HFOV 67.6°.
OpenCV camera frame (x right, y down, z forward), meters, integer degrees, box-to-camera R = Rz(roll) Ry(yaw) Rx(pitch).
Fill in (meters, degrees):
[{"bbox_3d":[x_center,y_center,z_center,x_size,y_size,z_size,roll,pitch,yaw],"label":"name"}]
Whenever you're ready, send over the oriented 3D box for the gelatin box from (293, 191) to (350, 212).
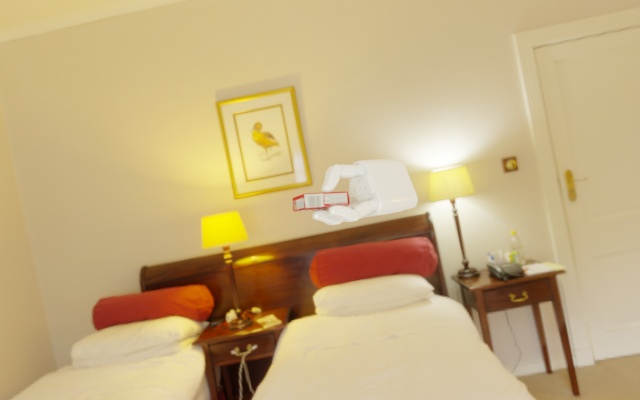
[{"bbox_3d":[0.000,0.002,0.894,0.089,0.030,0.073,-3,-4,-21],"label":"gelatin box"}]
